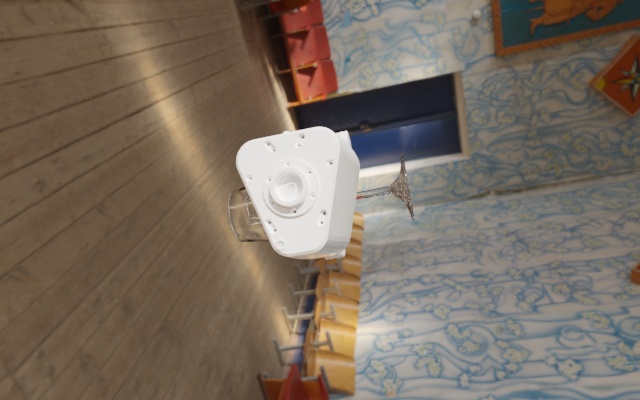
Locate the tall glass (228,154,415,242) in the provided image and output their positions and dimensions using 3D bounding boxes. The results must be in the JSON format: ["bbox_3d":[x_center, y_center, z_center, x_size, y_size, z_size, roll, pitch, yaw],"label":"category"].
[{"bbox_3d":[0.001,0.002,0.541,0.201,0.079,0.079,-10,-2,11],"label":"tall glass"}]
